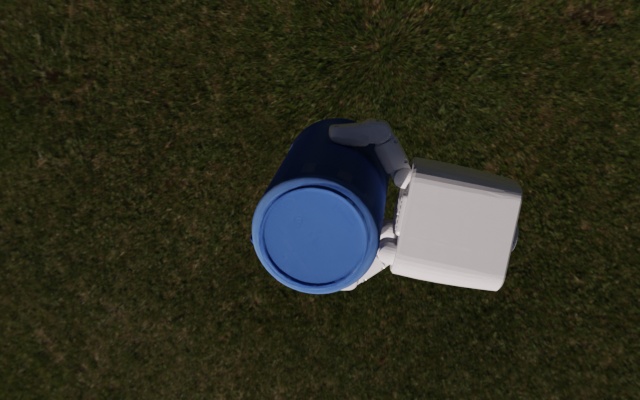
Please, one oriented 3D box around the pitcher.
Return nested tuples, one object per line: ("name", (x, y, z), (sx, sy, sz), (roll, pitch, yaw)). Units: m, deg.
("pitcher", (0.000, 0.002, 0.503), (0.145, 0.149, 0.242), (13, 18, 3))
